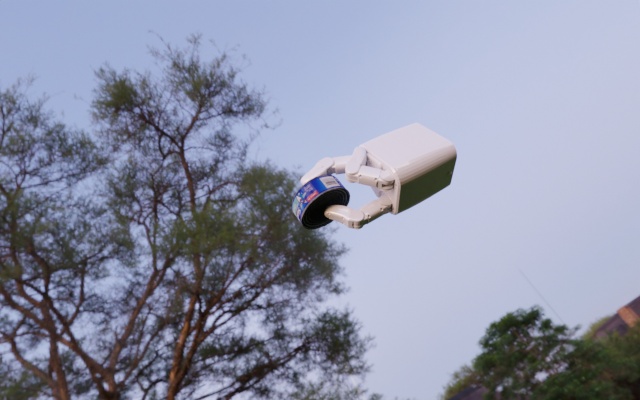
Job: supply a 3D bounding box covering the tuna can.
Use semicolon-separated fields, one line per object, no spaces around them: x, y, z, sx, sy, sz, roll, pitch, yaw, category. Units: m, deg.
0.000;0.002;0.717;0.086;0.086;0.033;0;43;-46;tuna can
